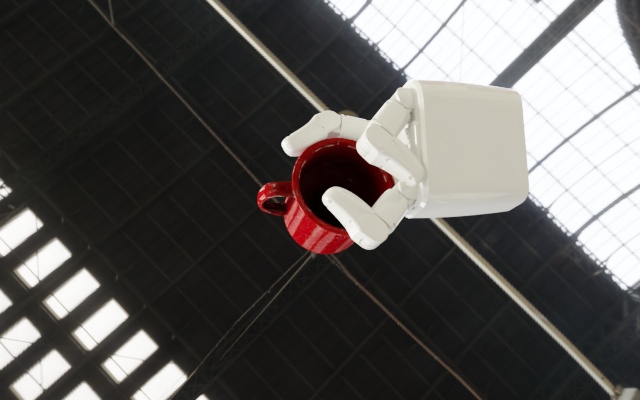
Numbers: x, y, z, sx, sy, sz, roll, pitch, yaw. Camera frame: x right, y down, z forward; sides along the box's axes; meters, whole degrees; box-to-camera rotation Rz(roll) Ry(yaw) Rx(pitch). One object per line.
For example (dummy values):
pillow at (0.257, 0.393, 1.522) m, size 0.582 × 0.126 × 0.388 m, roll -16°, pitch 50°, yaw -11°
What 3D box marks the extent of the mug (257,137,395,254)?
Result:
mug at (-0.001, 0.002, 0.443) m, size 0.117 × 0.093 × 0.081 m, roll 0°, pitch -22°, yaw -15°
